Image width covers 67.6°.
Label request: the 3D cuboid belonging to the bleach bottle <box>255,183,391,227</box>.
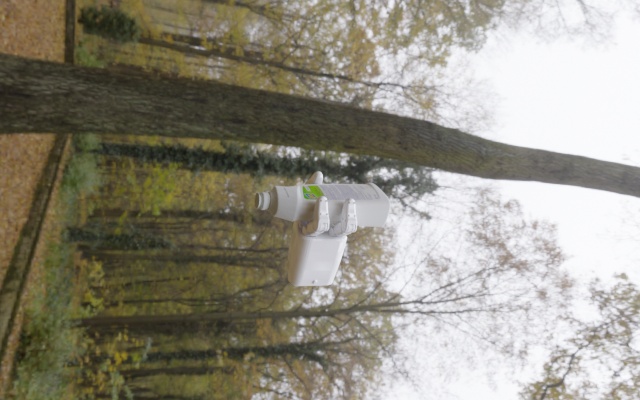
[{"bbox_3d":[0.000,0.003,0.890,0.251,0.068,0.102,3,25,-24],"label":"bleach bottle"}]
